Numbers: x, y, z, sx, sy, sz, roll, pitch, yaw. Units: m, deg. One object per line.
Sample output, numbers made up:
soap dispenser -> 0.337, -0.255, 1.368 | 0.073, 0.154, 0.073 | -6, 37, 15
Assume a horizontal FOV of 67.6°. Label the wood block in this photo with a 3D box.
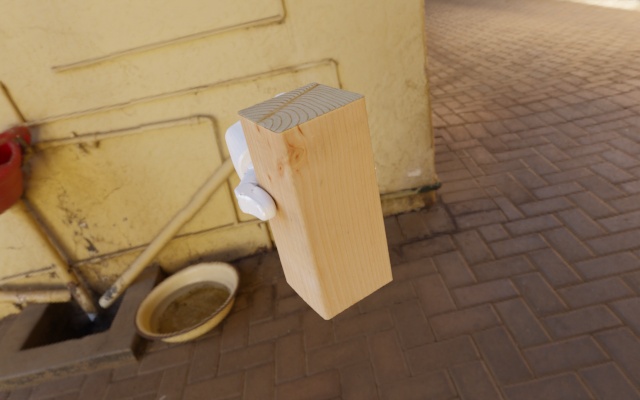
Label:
wood block -> 0.000, 0.001, 0.477 | 0.091, 0.206, 0.090 | -26, 32, -22
